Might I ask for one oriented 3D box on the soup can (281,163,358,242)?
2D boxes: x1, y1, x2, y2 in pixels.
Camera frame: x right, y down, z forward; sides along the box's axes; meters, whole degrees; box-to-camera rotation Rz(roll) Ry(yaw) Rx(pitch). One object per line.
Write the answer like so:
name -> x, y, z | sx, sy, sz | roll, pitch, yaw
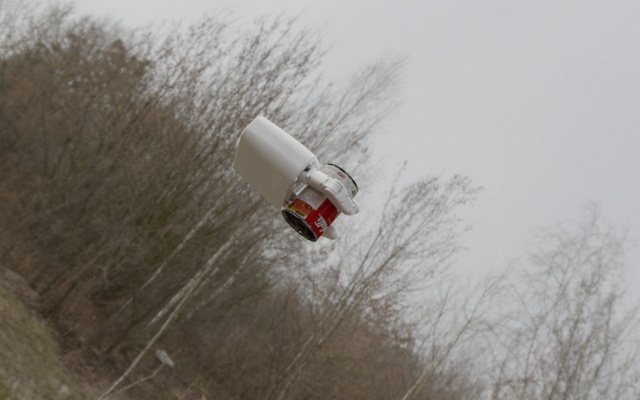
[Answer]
soup can -> 0.001, 0.002, 0.713 | 0.068, 0.102, 0.068 | 37, -19, 15
